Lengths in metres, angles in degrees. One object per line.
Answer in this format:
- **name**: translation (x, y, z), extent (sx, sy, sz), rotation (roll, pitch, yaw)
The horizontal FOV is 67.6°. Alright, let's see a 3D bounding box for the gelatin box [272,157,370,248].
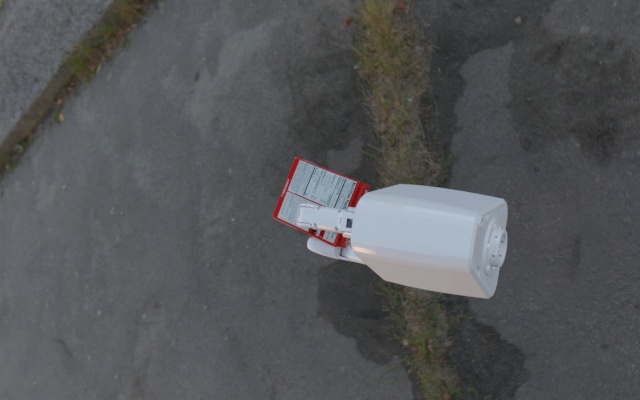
- **gelatin box**: translation (0.000, 0.002, 0.519), extent (0.089, 0.073, 0.030), rotation (23, 4, 29)
